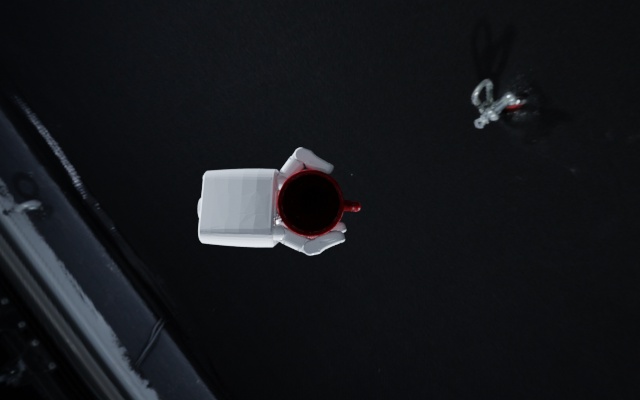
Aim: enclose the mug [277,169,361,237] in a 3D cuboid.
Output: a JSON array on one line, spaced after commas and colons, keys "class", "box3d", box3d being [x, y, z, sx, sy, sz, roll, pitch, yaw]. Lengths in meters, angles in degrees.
[{"class": "mug", "box3d": [0.002, 0.002, 0.695, 0.117, 0.093, 0.081, 2, 3, 2]}]
